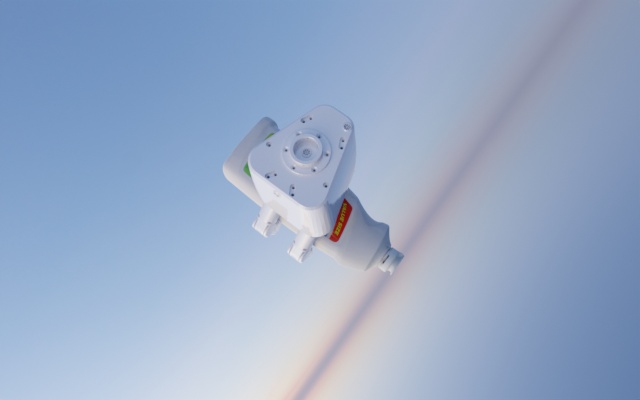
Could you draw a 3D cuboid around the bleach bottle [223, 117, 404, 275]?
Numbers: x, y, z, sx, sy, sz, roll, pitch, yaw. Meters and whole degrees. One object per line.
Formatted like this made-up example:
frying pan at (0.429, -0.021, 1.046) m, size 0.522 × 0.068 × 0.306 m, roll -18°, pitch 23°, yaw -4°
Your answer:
bleach bottle at (0.000, 0.002, 0.613) m, size 0.251 × 0.102 × 0.068 m, roll 36°, pitch -13°, yaw 12°
